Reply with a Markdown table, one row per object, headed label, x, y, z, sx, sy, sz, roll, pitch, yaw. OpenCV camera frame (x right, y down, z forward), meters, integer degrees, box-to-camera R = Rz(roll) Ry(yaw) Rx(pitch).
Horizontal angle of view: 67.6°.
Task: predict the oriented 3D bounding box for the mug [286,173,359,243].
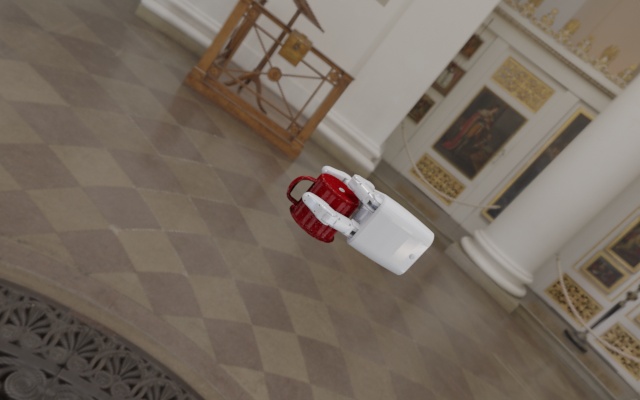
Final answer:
| label | x | y | z | sx | sy | sz | roll | pitch | yaw |
| --- | --- | --- | --- | --- | --- | --- | --- | --- | --- |
| mug | -0.001 | 0.002 | 0.785 | 0.117 | 0.081 | 0.093 | 35 | 19 | -12 |
